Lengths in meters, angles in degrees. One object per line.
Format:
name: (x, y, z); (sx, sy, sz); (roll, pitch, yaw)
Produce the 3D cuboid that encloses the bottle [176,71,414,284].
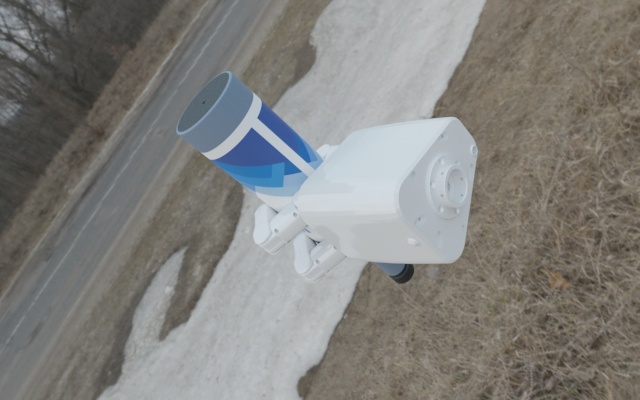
bottle: (0.000, 0.001, 0.463); (0.296, 0.069, 0.069); (40, -24, -32)
